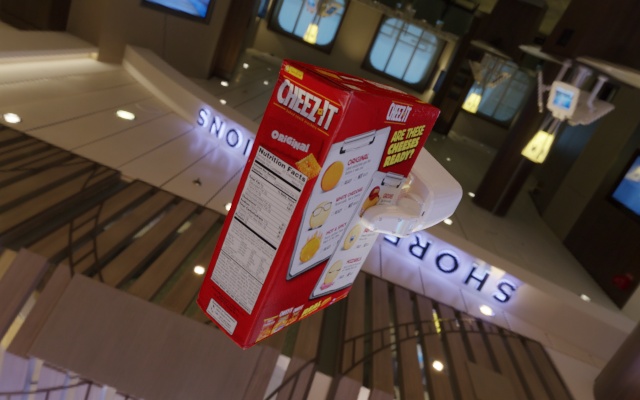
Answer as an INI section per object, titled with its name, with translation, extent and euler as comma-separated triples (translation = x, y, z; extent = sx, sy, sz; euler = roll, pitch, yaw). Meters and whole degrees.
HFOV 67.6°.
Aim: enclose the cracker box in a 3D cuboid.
[cracker box]
translation = 0.000, 0.002, 0.410
extent = 0.072, 0.214, 0.164
euler = 33, 22, 26
